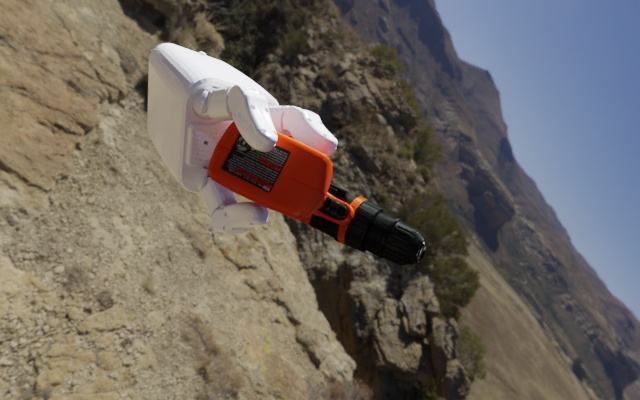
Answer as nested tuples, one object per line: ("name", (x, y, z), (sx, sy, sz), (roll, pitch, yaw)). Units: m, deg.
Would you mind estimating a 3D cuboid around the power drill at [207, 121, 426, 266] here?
("power drill", (0.000, 0.001, 0.435), (0.184, 0.057, 0.188), (23, -6, 24))
